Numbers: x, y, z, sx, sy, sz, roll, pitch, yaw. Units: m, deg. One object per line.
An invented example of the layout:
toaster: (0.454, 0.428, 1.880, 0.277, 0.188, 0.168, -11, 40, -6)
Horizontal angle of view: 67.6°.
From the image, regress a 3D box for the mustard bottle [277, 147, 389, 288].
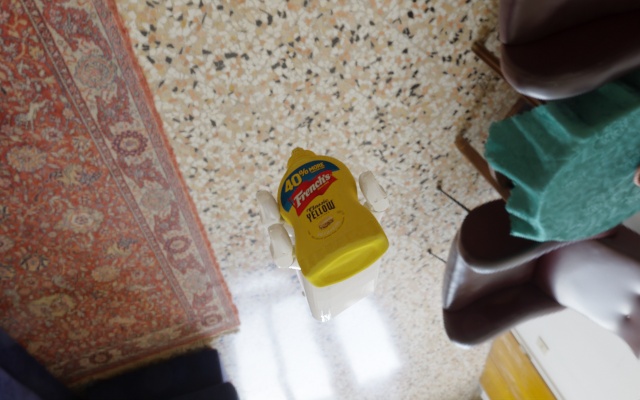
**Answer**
mustard bottle: (0.000, 0.002, 0.557, 0.096, 0.191, 0.058, -31, -43, 7)
